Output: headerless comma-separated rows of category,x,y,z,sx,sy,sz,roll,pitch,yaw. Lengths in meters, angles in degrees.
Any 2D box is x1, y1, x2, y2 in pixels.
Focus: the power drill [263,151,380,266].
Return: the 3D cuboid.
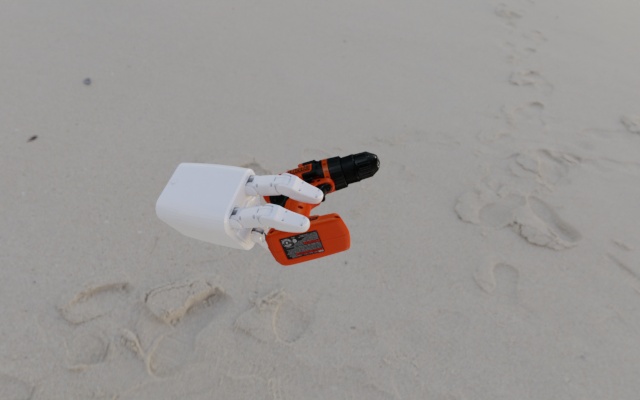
power drill,0.000,0.002,0.666,0.184,0.057,0.187,-17,29,11
